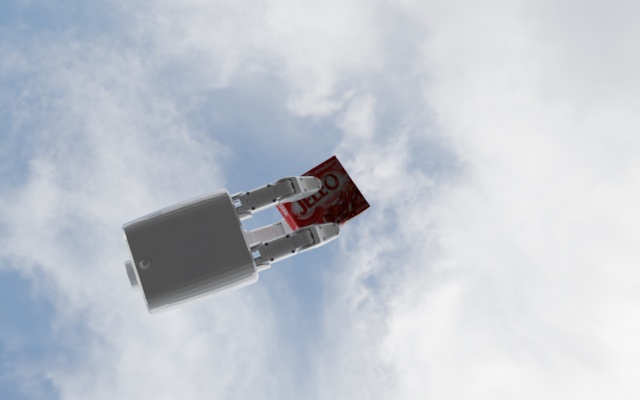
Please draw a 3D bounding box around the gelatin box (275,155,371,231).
[{"bbox_3d":[0.000,0.002,0.539,0.089,0.073,0.030,-32,-7,-23],"label":"gelatin box"}]
